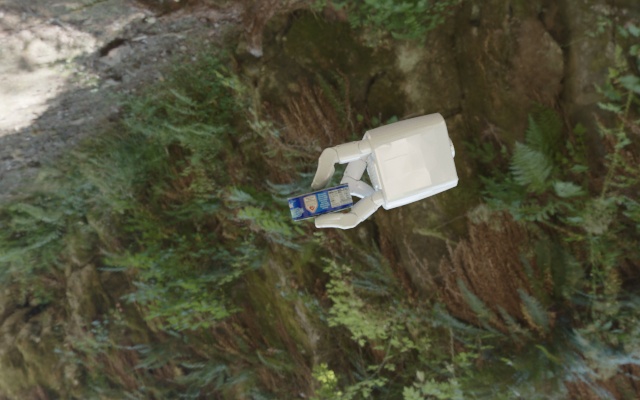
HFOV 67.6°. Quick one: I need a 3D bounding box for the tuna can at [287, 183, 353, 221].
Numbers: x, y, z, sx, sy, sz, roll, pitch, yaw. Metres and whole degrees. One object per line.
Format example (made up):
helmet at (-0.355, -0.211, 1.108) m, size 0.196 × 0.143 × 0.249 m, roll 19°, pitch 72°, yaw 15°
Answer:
tuna can at (0.000, 0.003, 0.648) m, size 0.086 × 0.034 × 0.086 m, roll -14°, pitch 0°, yaw 0°
